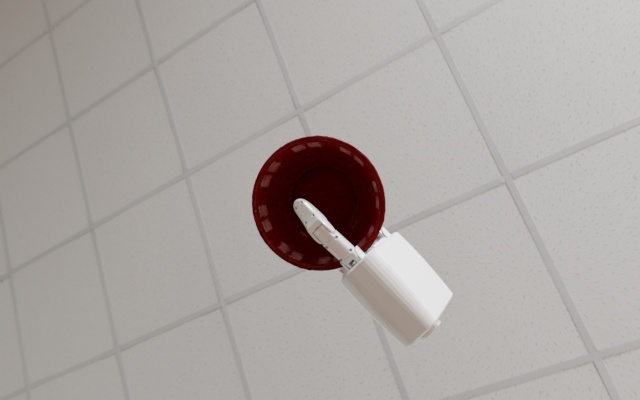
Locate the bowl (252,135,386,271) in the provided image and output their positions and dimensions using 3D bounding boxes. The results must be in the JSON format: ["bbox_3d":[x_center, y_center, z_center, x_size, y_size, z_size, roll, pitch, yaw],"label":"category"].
[{"bbox_3d":[-0.001,0.001,0.590,0.162,0.162,0.055,0,7,9],"label":"bowl"}]
